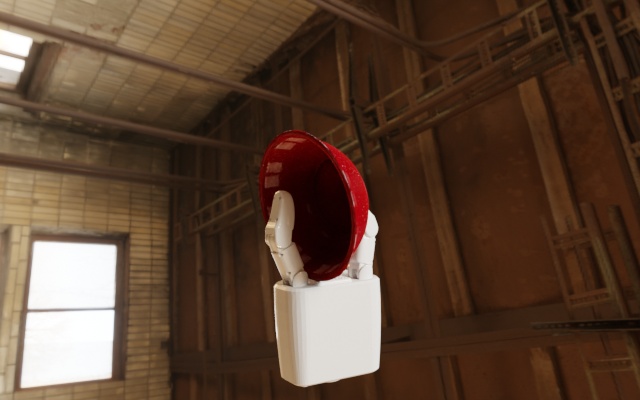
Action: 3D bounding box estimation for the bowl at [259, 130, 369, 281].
[{"bbox_3d":[0.000,0.000,0.513,0.055,0.162,0.162,-17,10,-37],"label":"bowl"}]
